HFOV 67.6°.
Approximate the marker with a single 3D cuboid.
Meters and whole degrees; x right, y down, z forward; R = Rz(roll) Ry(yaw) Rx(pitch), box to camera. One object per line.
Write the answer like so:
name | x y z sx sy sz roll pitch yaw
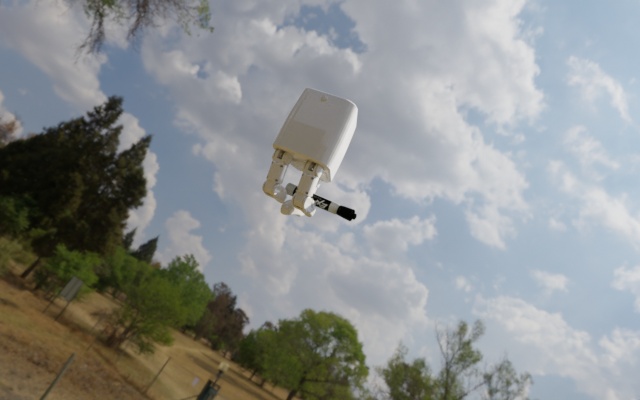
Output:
marker | 0.000 0.002 0.725 0.121 0.020 0.020 23 9 22
